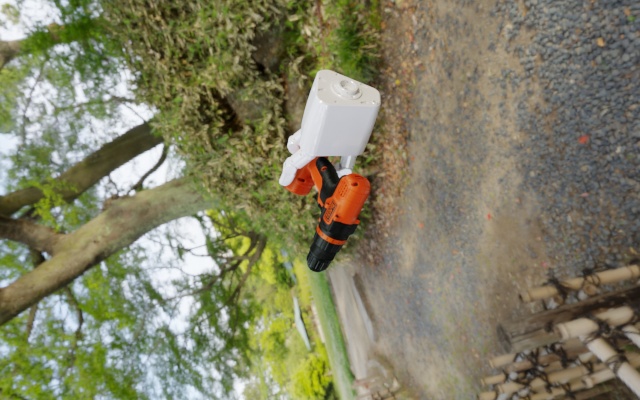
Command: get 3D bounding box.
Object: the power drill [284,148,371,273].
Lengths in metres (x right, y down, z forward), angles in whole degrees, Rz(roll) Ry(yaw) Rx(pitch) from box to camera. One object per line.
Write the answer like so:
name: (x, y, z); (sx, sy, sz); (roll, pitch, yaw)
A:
power drill: (0.000, 0.002, 0.812); (0.057, 0.184, 0.187); (10, 30, -34)
